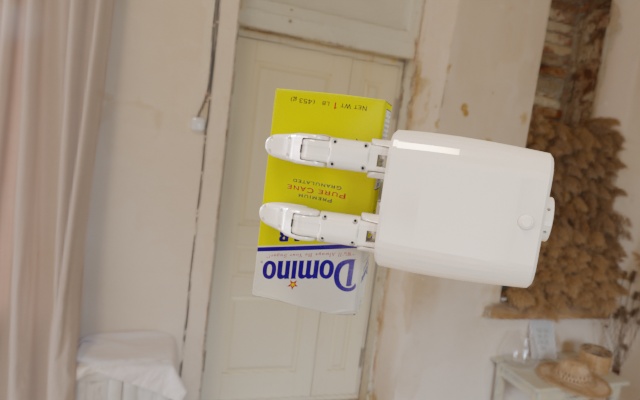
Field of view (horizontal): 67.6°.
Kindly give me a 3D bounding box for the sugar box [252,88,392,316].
[{"bbox_3d":[0.000,0.001,0.400,0.093,0.176,0.048,9,6,14],"label":"sugar box"}]
